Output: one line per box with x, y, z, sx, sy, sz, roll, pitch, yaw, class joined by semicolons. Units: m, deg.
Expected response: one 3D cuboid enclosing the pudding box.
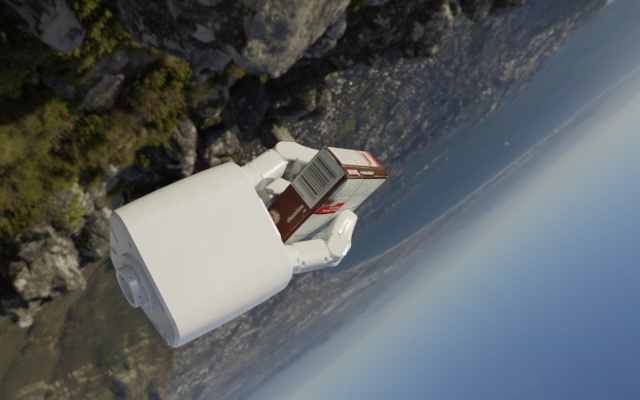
0.000;0.002;0.454;0.113;0.039;0.090;-44;-19;24;pudding box
